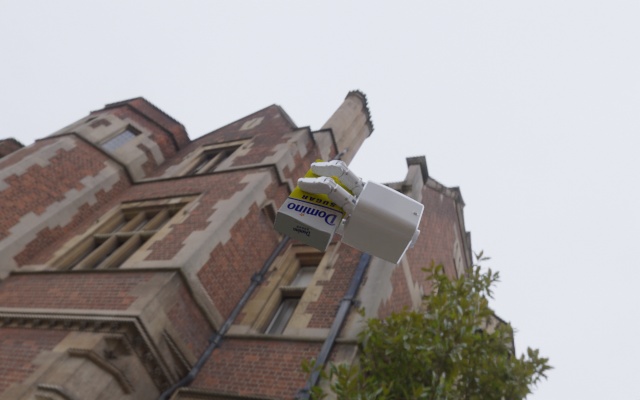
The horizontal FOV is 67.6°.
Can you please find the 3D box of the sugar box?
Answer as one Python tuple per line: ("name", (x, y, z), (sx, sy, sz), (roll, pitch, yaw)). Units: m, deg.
("sugar box", (0.000, 0.002, 0.802), (0.093, 0.048, 0.176), (23, 36, 7))
